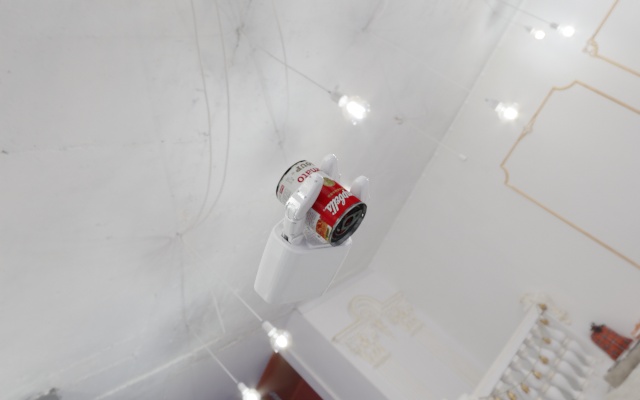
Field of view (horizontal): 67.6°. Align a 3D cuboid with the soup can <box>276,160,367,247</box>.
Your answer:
[{"bbox_3d":[0.000,0.001,0.617,0.102,0.068,0.068,39,19,25],"label":"soup can"}]
